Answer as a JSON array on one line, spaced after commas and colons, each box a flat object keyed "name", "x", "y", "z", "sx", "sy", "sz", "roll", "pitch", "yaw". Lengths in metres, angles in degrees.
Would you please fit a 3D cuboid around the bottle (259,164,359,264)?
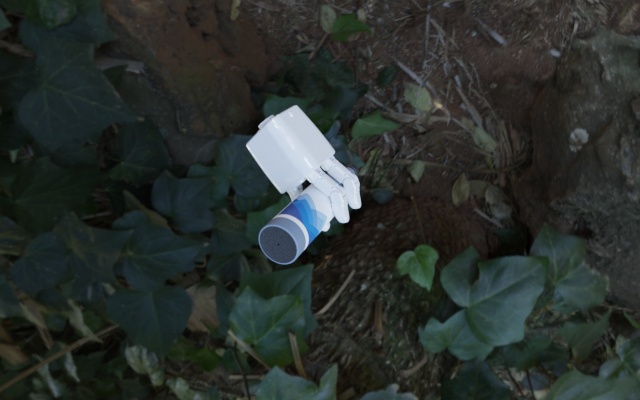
[{"name": "bottle", "x": 0.000, "y": 0.003, "z": 0.809, "sx": 0.069, "sy": 0.069, "sz": 0.295, "roll": 0, "pitch": 25, "yaw": 28}]
